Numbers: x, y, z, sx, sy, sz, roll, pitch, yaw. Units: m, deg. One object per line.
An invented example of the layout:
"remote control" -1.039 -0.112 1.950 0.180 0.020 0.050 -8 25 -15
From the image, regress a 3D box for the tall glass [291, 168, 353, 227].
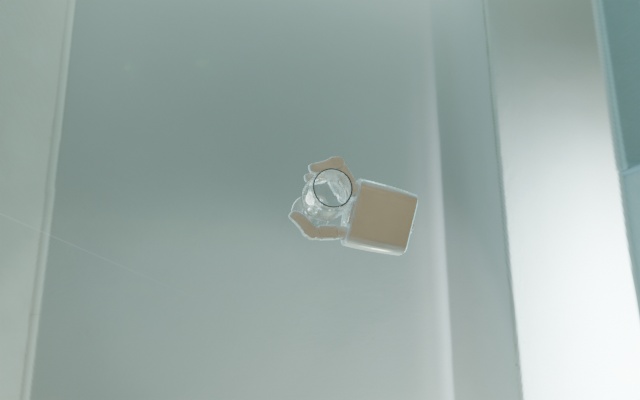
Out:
"tall glass" 0.000 0.003 0.815 0.079 0.079 0.201 0 -13 -11
